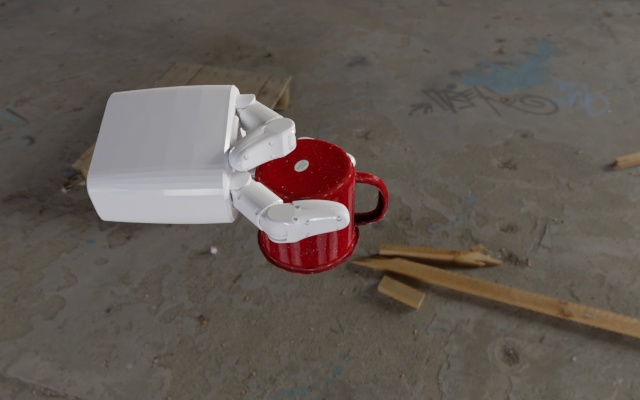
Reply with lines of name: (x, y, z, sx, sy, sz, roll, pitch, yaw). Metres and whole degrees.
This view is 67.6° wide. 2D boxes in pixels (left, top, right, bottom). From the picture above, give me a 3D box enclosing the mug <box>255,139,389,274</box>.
mug: (0.002, 0.001, 0.408, 0.117, 0.082, 0.093, -2, 43, 0)
